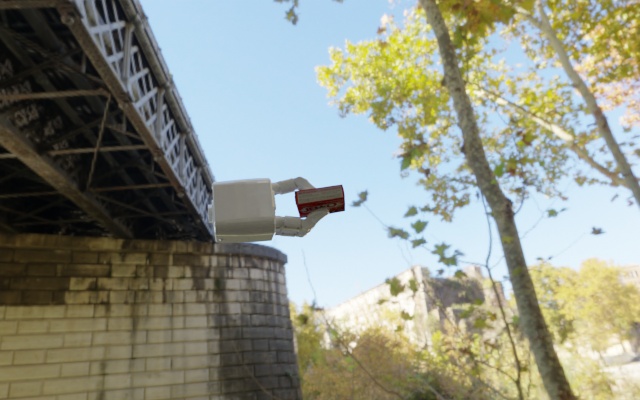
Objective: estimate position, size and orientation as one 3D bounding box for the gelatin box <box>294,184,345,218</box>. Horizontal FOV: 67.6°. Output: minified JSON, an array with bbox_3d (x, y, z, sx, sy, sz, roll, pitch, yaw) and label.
[{"bbox_3d":[0.000,0.002,0.874,0.089,0.030,0.073,-9,-21,0],"label":"gelatin box"}]
